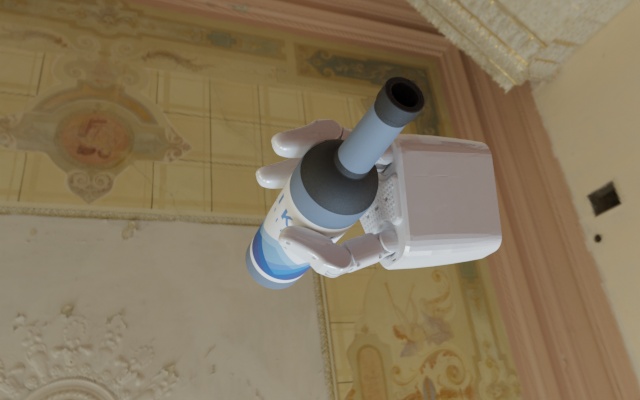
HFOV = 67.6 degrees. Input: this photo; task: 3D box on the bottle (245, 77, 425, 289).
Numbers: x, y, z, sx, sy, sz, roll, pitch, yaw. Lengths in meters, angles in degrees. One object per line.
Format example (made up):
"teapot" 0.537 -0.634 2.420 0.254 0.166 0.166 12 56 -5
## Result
"bottle" 0.000 0.001 0.407 0.069 0.069 0.296 0 -26 -23
